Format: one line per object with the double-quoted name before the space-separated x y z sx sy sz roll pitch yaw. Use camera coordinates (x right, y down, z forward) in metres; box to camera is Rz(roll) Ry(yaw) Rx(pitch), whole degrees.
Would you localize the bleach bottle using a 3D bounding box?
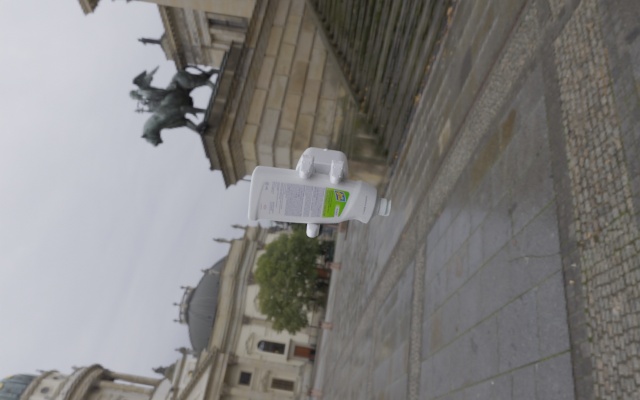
"bleach bottle" 0.000 0.003 0.868 0.251 0.103 0.068 9 22 1
